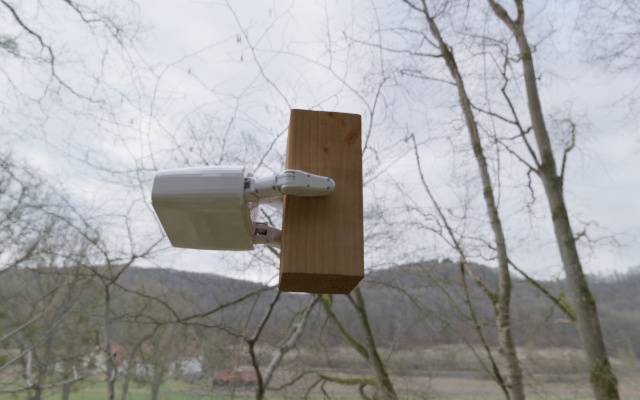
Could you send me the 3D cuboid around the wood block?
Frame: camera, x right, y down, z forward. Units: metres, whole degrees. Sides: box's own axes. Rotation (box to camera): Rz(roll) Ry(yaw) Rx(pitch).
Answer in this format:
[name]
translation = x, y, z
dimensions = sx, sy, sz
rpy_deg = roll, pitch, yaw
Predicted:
[wood block]
translation = 0.000, 0.002, 0.582
dimensions = 0.090, 0.206, 0.091
rpy_deg = 4, -23, -7
